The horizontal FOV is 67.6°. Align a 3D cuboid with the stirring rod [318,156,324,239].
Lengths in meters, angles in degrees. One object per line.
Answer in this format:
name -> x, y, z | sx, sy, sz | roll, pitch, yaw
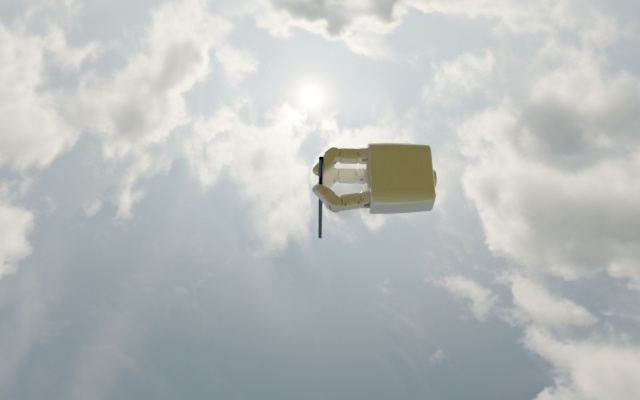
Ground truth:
stirring rod -> 0.000, 0.003, 0.836 | 0.011, 0.011, 0.240 | 0, -35, 0
